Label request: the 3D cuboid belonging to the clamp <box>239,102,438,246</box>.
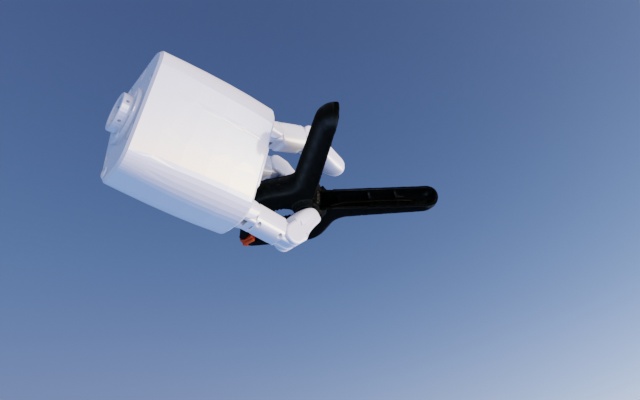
[{"bbox_3d":[0.000,0.002,0.481,0.164,0.036,0.210,29,-45,-31],"label":"clamp"}]
